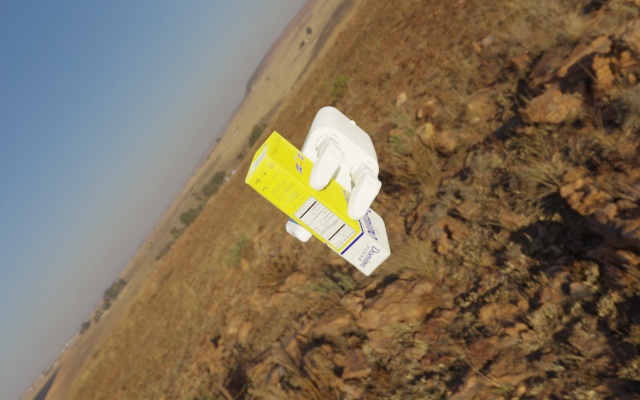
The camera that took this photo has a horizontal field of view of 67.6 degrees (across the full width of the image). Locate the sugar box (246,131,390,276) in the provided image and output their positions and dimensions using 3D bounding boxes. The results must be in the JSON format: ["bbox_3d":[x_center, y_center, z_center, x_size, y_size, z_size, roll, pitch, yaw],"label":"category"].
[{"bbox_3d":[0.000,0.001,0.547,0.176,0.048,0.093,36,20,-15],"label":"sugar box"}]
